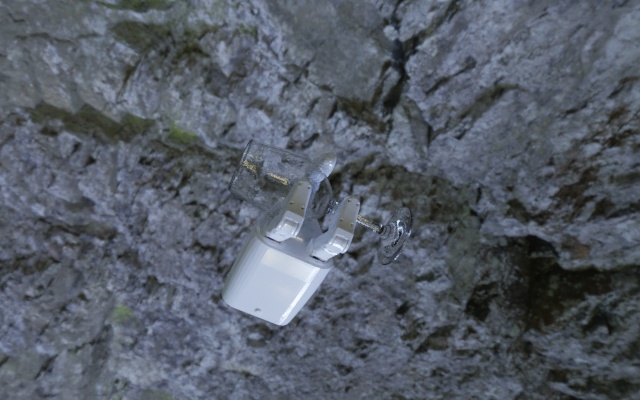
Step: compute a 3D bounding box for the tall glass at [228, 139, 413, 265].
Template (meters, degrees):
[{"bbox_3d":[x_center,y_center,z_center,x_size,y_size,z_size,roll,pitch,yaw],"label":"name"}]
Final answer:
[{"bbox_3d":[0.001,0.002,0.540,0.201,0.079,0.079,25,-7,-14],"label":"tall glass"}]
